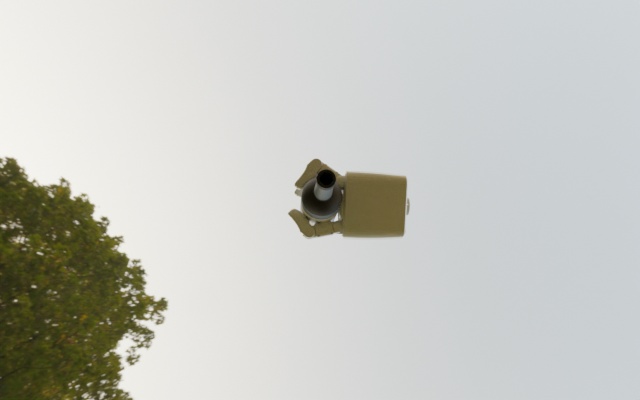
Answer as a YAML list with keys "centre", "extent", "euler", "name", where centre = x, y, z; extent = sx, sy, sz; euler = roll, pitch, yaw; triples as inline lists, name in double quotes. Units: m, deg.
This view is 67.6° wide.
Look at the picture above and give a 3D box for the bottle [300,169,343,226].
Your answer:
- centre: [0.000, 0.003, 0.797]
  extent: [0.069, 0.069, 0.296]
  euler: [0, -13, -3]
  name: "bottle"
